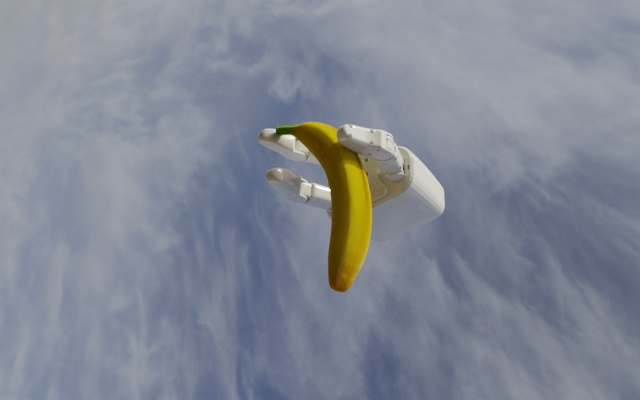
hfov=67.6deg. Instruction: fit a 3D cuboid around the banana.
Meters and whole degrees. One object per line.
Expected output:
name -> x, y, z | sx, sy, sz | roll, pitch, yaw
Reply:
banana -> 0.014, -0.011, 0.461 | 0.069, 0.197, 0.037 | -32, -34, 18
